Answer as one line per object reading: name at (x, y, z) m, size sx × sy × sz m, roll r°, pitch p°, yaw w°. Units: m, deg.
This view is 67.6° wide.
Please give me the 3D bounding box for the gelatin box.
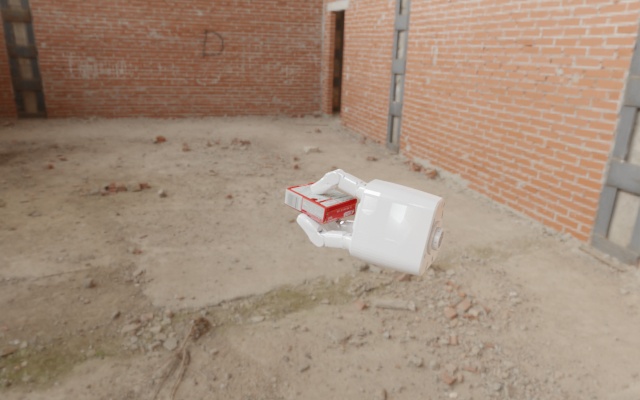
gelatin box at (0.000, 0.002, 0.743) m, size 0.089 × 0.030 × 0.073 m, roll 26°, pitch 27°, yaw 36°
